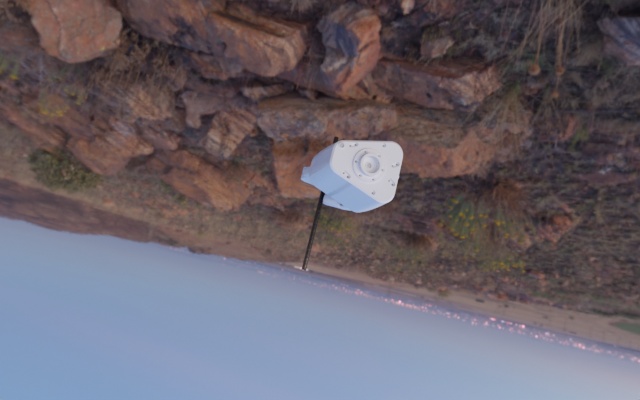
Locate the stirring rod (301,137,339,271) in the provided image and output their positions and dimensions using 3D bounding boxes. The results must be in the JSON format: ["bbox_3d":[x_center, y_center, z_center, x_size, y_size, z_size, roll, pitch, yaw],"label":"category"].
[{"bbox_3d":[0.000,0.003,0.827,0.011,0.239,0.011,13,-10,2],"label":"stirring rod"}]
